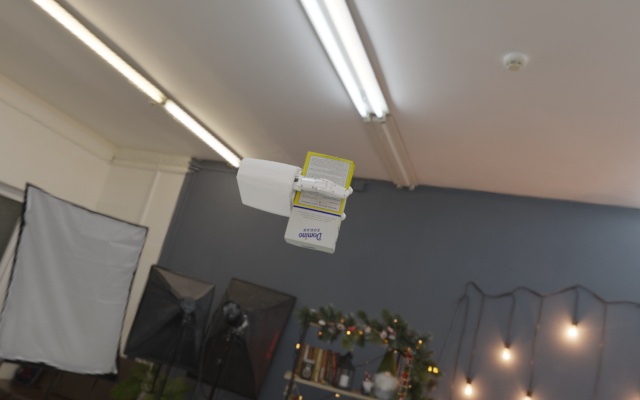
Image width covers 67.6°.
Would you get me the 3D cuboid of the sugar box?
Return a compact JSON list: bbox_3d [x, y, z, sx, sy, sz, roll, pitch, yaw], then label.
[{"bbox_3d":[0.000,0.003,0.891,0.093,0.176,0.048,13,-16,7],"label":"sugar box"}]
